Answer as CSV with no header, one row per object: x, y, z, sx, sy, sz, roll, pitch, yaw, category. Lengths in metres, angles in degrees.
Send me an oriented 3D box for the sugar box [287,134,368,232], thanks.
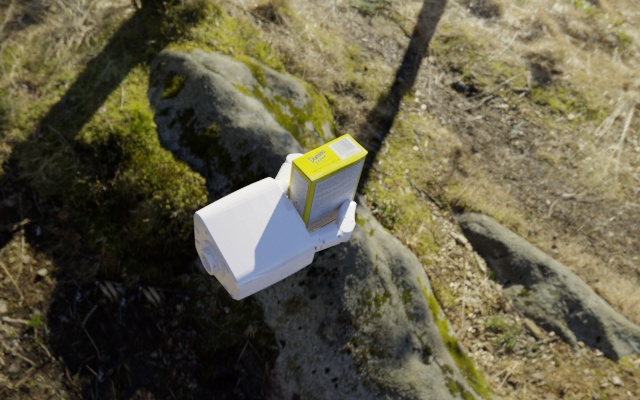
0.000,0.002,0.637,0.093,0.048,0.176,-28,-28,-30,sugar box
